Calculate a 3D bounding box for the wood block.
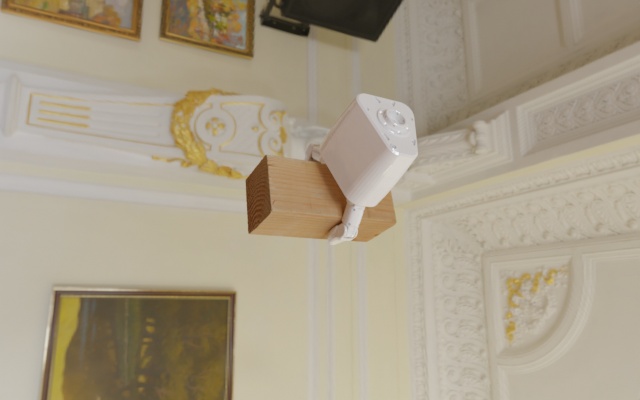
[{"bbox_3d":[0.000,0.002,0.722,0.206,0.090,0.090,7,-26,-28],"label":"wood block"}]
